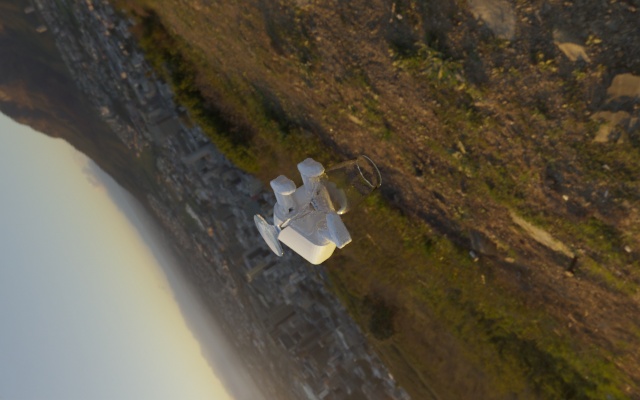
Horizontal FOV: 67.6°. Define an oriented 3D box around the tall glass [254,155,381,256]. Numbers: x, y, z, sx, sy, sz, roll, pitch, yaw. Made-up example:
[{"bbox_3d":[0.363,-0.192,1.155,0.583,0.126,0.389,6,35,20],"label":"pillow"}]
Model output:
[{"bbox_3d":[0.000,0.003,0.749,0.201,0.079,0.079,-33,12,-19],"label":"tall glass"}]
